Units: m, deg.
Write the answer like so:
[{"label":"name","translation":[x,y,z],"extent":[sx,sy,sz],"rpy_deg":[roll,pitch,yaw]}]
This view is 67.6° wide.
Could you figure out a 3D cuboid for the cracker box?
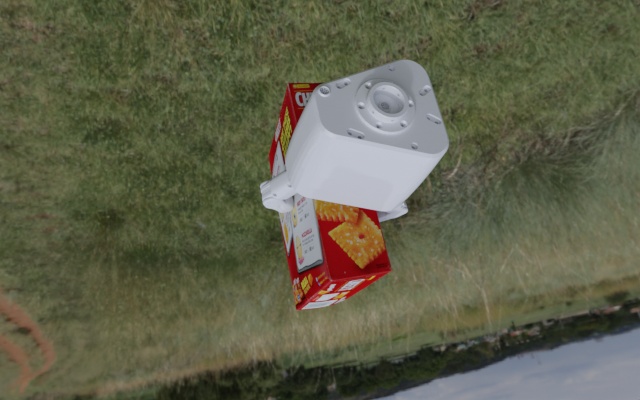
[{"label":"cracker box","translation":[0.000,0.002,0.540],"extent":[0.072,0.213,0.164],"rpy_deg":[-6,-21,-17]}]
